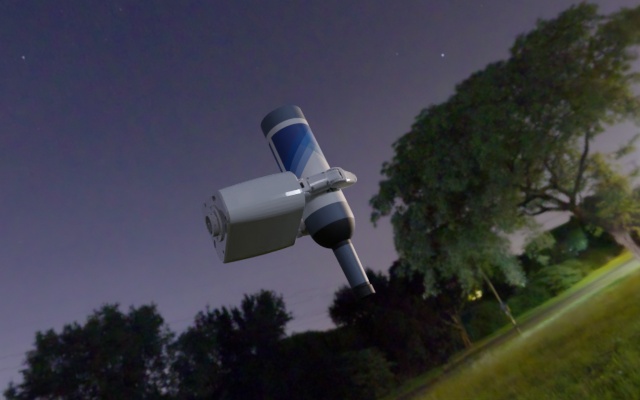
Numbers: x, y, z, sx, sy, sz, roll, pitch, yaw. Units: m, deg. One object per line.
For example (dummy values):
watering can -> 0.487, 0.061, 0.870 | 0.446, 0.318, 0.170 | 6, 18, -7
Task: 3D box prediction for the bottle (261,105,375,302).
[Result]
bottle -> 0.000, 0.002, 0.677 | 0.069, 0.295, 0.069 | -23, -19, -8
